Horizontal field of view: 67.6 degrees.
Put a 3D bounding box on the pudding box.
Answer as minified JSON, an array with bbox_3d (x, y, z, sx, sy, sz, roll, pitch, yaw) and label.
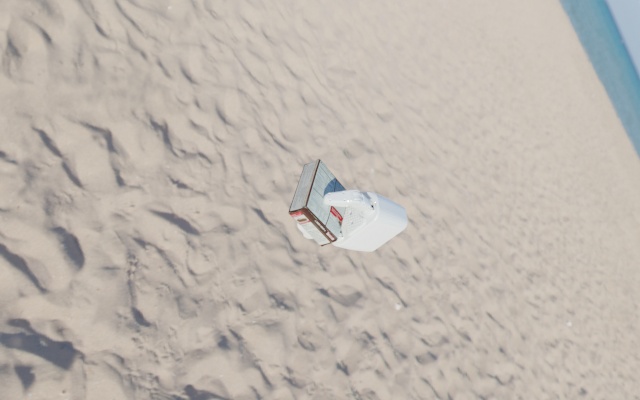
[{"bbox_3d":[0.000,0.003,0.773,0.039,0.113,0.090,-22,-54,32],"label":"pudding box"}]
